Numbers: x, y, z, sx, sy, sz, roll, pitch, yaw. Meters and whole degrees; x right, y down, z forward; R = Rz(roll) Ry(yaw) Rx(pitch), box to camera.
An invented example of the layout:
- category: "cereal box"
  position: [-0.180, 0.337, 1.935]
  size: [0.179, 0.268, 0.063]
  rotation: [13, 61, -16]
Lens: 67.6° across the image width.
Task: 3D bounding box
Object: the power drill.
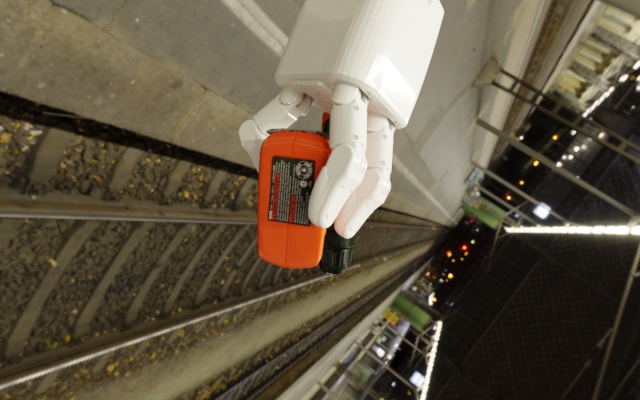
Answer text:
- category: "power drill"
  position: [0.000, 0.001, 0.447]
  size: [0.057, 0.184, 0.187]
  rotation: [5, 10, 14]
